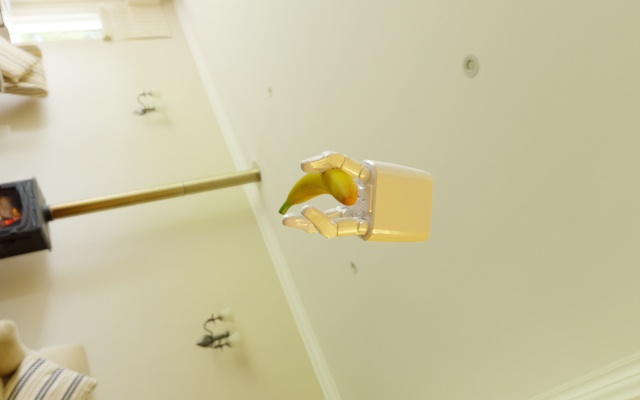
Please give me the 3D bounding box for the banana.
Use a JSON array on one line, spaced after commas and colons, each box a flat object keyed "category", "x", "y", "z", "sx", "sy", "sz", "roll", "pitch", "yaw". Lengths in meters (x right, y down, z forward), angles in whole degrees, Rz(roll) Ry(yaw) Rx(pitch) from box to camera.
[{"category": "banana", "x": 0.004, "y": -0.015, "z": 0.676, "sx": 0.037, "sy": 0.069, "sz": 0.198, "roll": 24, "pitch": -17, "yaw": -25}]
